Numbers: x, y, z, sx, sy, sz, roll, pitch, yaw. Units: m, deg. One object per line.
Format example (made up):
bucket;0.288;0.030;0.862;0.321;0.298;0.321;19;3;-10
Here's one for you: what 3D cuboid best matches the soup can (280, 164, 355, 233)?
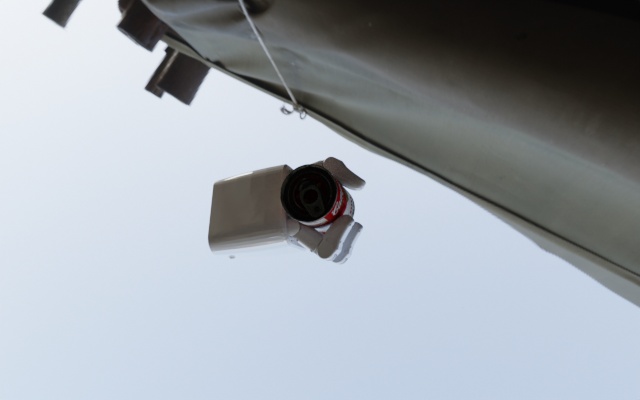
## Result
soup can;0.001;0.002;0.586;0.068;0.068;0.102;0;-12;17
